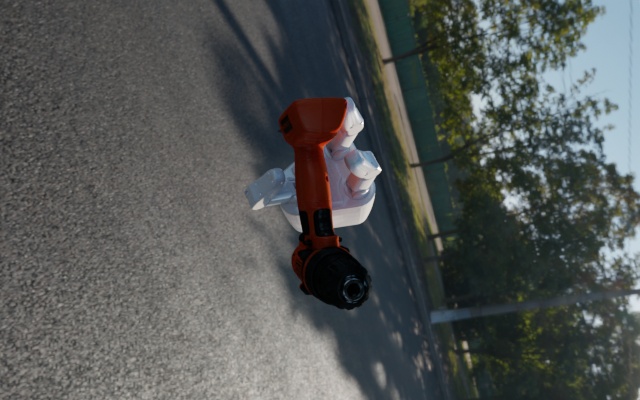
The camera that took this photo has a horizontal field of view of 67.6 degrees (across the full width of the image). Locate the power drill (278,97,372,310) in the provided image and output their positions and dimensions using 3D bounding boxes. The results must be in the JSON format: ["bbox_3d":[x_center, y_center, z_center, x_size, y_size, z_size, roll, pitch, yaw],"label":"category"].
[{"bbox_3d":[0.000,0.001,0.458,0.057,0.187,0.184,-4,1,-14],"label":"power drill"}]
